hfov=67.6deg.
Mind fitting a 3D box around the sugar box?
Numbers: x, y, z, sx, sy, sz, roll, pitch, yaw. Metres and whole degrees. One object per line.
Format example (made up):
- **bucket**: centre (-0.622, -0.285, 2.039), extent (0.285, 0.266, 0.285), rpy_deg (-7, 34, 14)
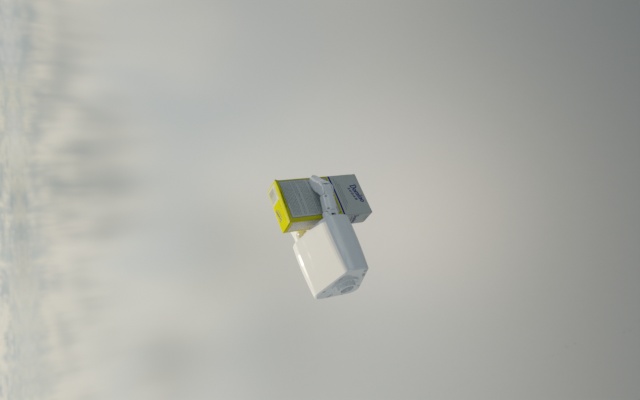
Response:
- **sugar box**: centre (0.000, 0.003, 0.881), extent (0.176, 0.093, 0.048), rpy_deg (-4, -32, -32)
